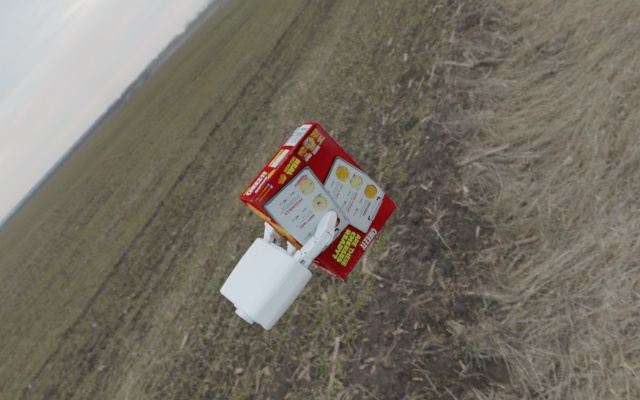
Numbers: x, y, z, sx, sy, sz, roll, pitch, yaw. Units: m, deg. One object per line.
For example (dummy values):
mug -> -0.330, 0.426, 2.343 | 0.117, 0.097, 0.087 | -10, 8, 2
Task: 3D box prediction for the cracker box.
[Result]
cracker box -> 0.000, 0.002, 0.788 | 0.214, 0.164, 0.072 | 43, -14, -25
